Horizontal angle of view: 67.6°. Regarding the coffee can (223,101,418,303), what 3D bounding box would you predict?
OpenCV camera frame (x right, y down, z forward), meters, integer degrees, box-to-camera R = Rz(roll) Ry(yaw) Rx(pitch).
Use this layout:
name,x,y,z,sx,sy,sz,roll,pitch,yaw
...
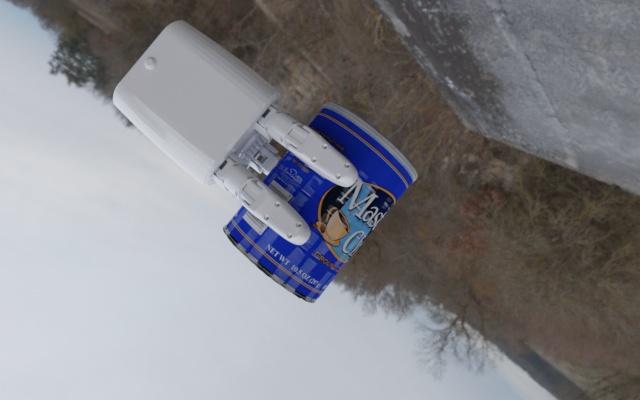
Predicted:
name,x,y,z,sx,sy,sz,roll,pitch,yaw
coffee can,0.000,0.001,0.414,0.103,0.140,0.103,39,-1,1
